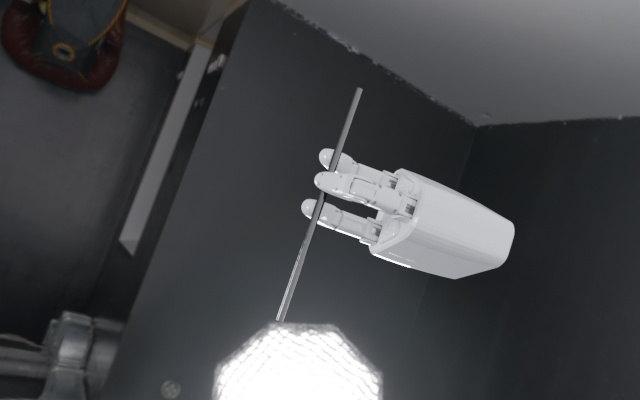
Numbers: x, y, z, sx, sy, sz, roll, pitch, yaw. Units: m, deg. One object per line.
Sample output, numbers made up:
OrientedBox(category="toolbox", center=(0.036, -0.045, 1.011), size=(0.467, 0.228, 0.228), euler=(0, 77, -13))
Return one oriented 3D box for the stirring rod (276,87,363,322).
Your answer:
OrientedBox(category="stirring rod", center=(0.000, 0.001, 0.467), size=(0.011, 0.239, 0.011), euler=(19, -6, 2))
